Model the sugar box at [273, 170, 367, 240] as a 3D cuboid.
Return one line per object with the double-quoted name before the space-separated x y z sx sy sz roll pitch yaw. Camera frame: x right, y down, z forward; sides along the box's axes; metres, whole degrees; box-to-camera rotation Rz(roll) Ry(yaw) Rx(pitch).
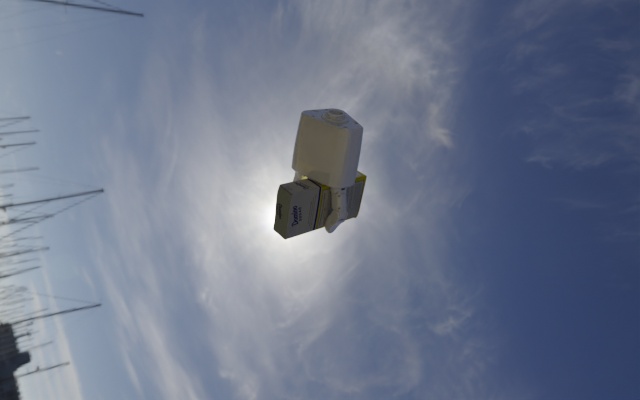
"sugar box" 0.000 0.002 0.861 0.176 0.093 0.048 -12 35 -37
